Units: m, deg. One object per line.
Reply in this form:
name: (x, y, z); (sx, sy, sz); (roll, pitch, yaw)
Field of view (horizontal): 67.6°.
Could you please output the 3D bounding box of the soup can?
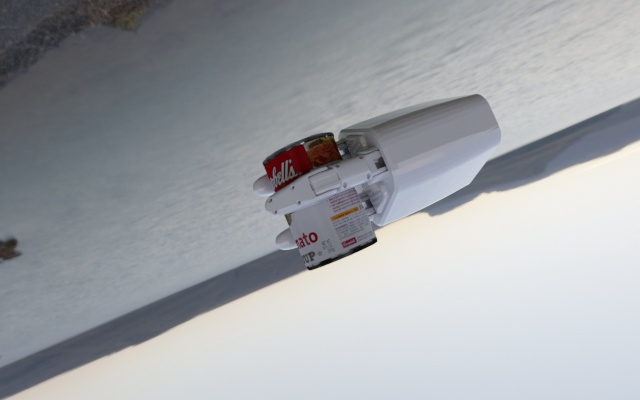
soup can: (0.000, 0.002, 0.415); (0.068, 0.102, 0.068); (-23, -4, -2)
